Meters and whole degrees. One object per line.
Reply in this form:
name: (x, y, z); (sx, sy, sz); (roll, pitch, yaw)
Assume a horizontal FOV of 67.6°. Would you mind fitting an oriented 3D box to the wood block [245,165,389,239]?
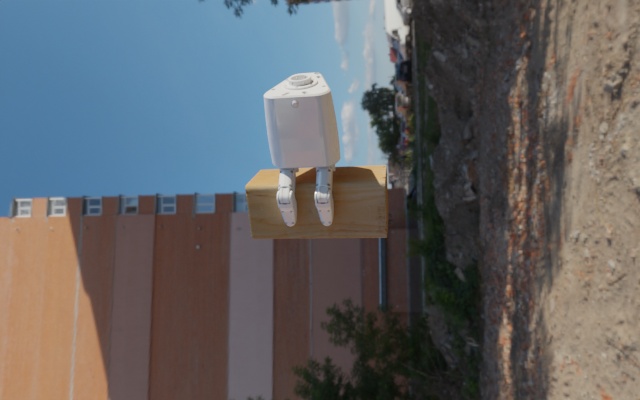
wood block: (0.000, 0.002, 0.742); (0.206, 0.090, 0.090); (-1, 20, 10)
